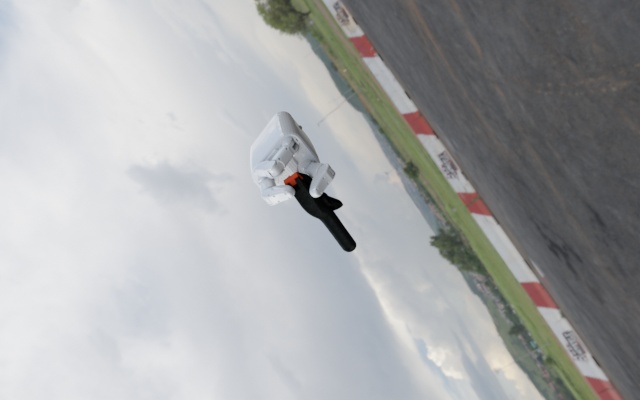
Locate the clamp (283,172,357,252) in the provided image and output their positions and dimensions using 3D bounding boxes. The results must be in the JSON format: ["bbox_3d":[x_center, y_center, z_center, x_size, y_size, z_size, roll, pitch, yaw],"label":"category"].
[{"bbox_3d":[0.000,0.003,0.810,0.039,0.171,0.120,-35,32,10],"label":"clamp"}]
